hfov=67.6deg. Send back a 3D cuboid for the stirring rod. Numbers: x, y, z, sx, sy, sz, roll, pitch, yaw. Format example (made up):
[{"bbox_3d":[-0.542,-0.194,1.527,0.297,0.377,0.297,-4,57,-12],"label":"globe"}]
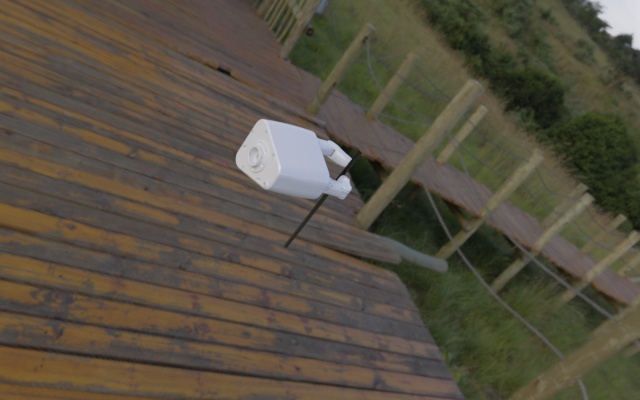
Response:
[{"bbox_3d":[0.000,0.003,0.869,0.011,0.240,0.011,30,26,-17],"label":"stirring rod"}]
